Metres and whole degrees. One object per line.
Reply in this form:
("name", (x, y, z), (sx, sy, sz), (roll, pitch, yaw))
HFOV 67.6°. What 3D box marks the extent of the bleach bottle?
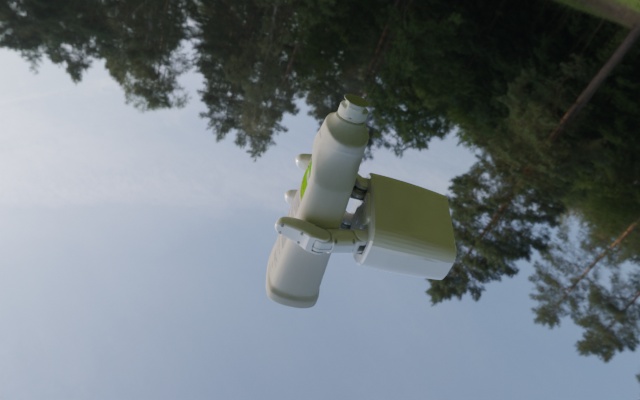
("bleach bottle", (0.000, 0.002, 0.549), (0.068, 0.251, 0.102), (13, 32, -12))
